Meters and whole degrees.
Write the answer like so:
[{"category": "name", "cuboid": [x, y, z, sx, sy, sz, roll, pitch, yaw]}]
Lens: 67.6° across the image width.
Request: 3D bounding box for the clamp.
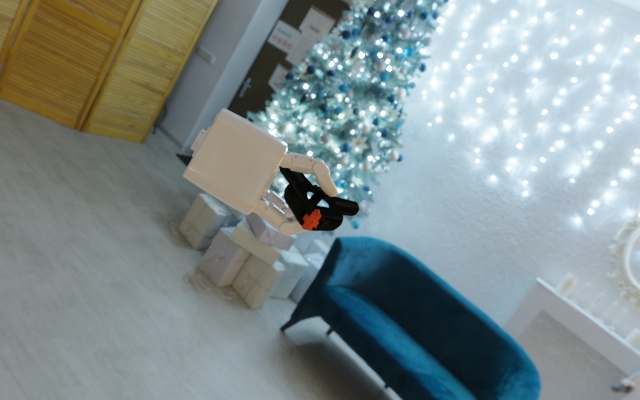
[{"category": "clamp", "cuboid": [0.000, 0.002, 0.712, 0.164, 0.036, 0.210, 31, 15, -14]}]
